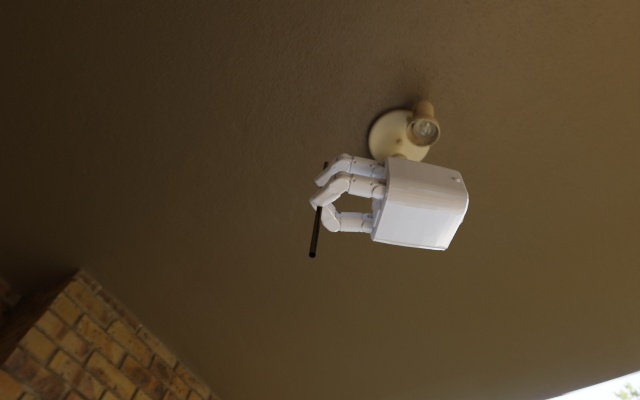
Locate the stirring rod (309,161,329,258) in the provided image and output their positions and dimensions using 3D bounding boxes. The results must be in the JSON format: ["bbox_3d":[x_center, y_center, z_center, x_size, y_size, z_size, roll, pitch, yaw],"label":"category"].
[{"bbox_3d":[0.000,0.002,0.641,0.011,0.011,0.239,0,30,5],"label":"stirring rod"}]
